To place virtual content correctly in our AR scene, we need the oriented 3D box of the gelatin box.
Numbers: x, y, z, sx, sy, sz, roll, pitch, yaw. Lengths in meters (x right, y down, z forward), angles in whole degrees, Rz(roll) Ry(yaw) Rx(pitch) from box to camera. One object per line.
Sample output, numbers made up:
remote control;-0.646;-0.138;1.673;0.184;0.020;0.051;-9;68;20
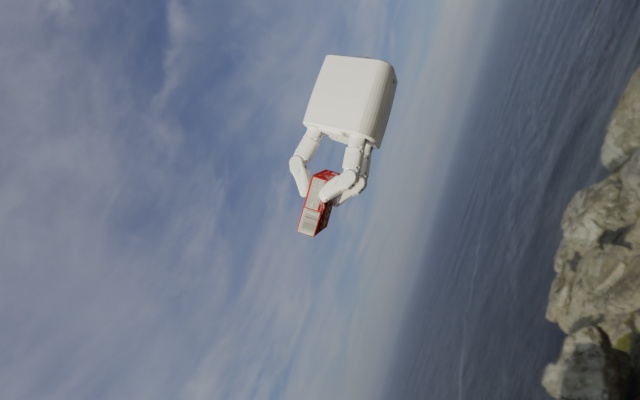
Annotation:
gelatin box;0.000;0.002;0.700;0.030;0.089;0.073;19;13;12
